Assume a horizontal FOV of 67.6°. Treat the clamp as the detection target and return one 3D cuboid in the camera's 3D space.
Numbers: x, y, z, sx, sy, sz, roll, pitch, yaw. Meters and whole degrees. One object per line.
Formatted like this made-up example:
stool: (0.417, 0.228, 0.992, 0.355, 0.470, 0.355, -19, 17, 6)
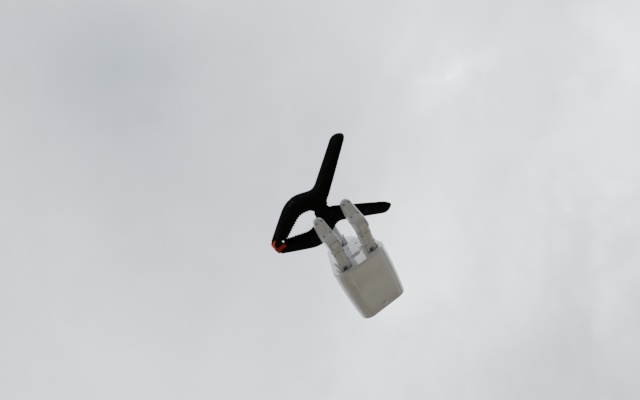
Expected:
clamp: (0.000, 0.003, 0.779, 0.210, 0.165, 0.036, -34, 21, -11)
